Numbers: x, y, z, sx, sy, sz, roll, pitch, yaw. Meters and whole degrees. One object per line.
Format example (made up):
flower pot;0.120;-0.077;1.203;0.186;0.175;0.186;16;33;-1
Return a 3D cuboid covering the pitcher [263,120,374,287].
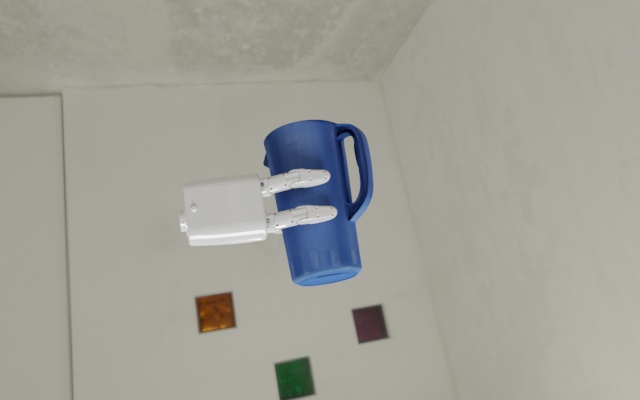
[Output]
pitcher;0.000;0.002;0.746;0.145;0.242;0.149;-5;-18;-17
